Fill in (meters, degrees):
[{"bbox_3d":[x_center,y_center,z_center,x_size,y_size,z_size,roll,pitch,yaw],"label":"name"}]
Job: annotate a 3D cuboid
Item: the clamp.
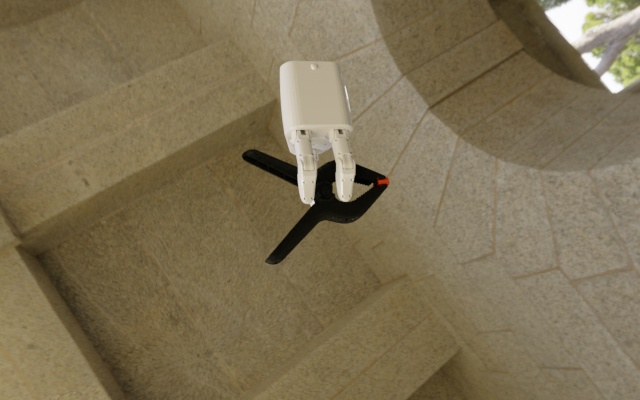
[{"bbox_3d":[0.000,0.002,0.680,0.210,0.164,0.036,-4,-14,-15],"label":"clamp"}]
